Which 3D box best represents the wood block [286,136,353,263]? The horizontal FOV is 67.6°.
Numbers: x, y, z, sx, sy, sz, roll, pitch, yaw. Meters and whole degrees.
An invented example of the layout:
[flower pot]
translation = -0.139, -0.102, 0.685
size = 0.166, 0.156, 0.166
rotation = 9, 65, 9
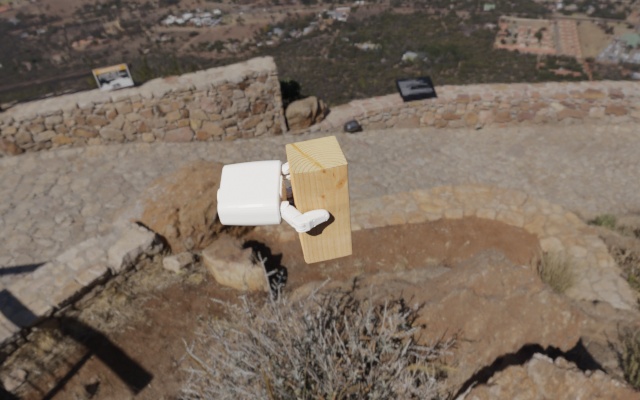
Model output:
[wood block]
translation = 0.000, 0.003, 0.847
size = 0.090, 0.206, 0.090
rotation = -11, 40, -6
